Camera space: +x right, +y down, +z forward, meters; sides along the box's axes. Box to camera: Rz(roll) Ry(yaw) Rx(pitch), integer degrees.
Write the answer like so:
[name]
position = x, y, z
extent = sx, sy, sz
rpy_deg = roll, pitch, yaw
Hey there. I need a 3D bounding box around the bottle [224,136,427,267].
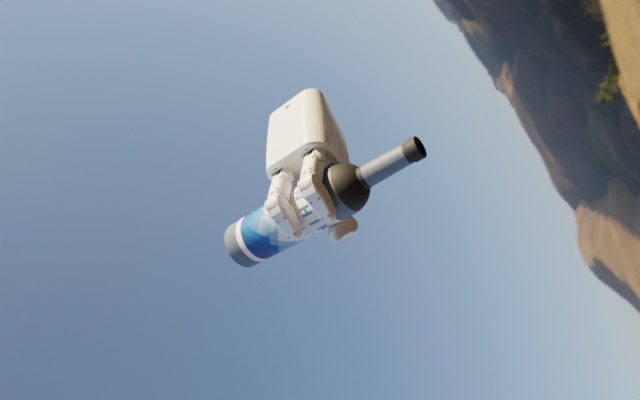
[bottle]
position = 0.000, 0.002, 0.605
extent = 0.296, 0.069, 0.069
rpy_deg = -29, -16, 30
